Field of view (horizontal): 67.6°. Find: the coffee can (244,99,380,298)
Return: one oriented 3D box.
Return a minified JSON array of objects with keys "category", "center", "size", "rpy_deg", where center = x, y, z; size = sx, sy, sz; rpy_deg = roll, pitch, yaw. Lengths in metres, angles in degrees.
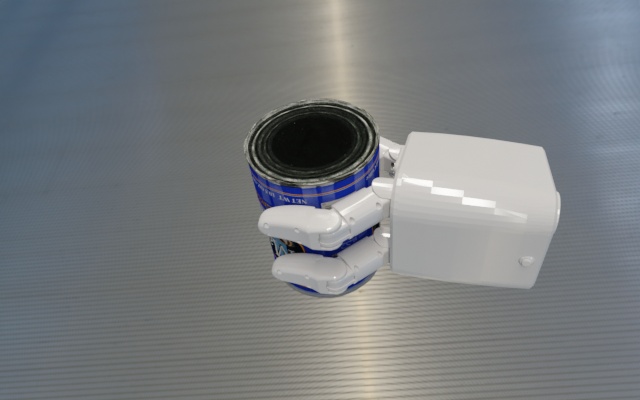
[{"category":"coffee can","center":[0.000,0.001,0.406],"size":[0.103,0.102,0.140],"rpy_deg":[0,-44,8]}]
